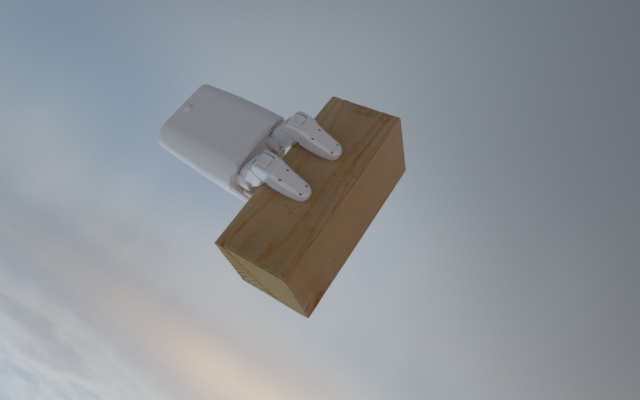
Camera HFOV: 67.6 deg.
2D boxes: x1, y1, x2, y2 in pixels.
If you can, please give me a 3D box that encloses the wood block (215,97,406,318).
[{"bbox_3d":[0.000,0.002,0.500,0.090,0.206,0.091,24,-25,27],"label":"wood block"}]
